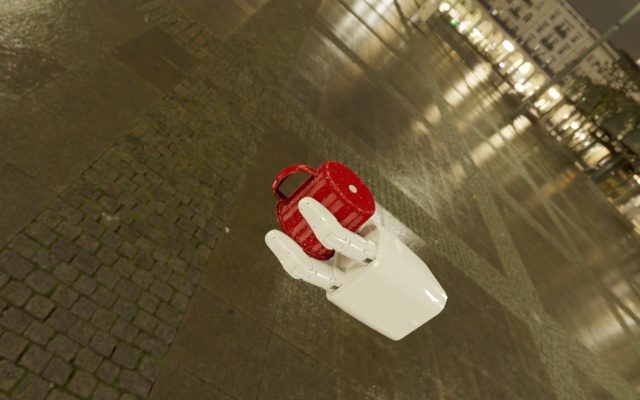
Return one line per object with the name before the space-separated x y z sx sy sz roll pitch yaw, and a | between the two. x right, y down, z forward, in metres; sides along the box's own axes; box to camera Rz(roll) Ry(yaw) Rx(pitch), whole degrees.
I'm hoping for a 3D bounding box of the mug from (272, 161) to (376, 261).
mug | -0.001 0.001 0.547 0.117 0.081 0.093 37 26 -19
